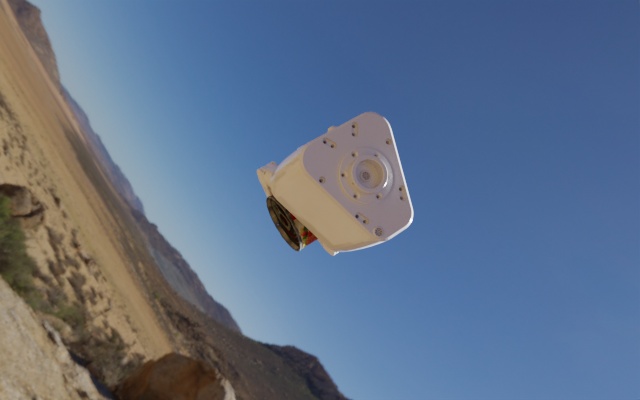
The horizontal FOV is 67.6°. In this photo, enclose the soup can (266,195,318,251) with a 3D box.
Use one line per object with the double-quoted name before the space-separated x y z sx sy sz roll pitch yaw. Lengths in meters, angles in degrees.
"soup can" 0.000 0.002 0.534 0.102 0.068 0.068 -31 11 -19
